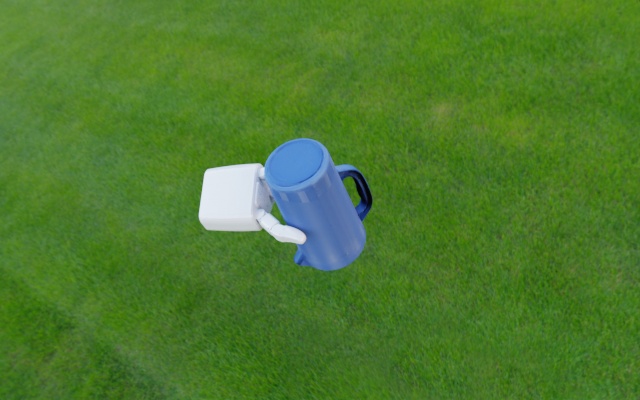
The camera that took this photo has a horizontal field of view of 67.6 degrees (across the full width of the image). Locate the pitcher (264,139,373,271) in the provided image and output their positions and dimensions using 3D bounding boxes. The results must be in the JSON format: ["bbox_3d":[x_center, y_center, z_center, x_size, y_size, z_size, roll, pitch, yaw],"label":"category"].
[{"bbox_3d":[0.000,0.003,0.831,0.145,0.149,0.243,-1,-36,18],"label":"pitcher"}]
